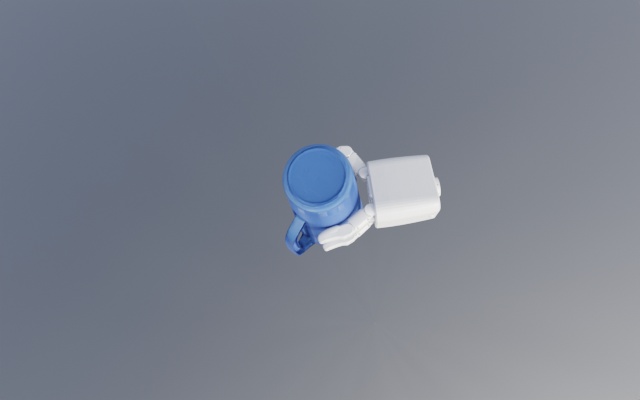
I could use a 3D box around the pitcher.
[{"bbox_3d":[0.000,0.003,0.819,0.145,0.149,0.243,-8,-15,4],"label":"pitcher"}]
